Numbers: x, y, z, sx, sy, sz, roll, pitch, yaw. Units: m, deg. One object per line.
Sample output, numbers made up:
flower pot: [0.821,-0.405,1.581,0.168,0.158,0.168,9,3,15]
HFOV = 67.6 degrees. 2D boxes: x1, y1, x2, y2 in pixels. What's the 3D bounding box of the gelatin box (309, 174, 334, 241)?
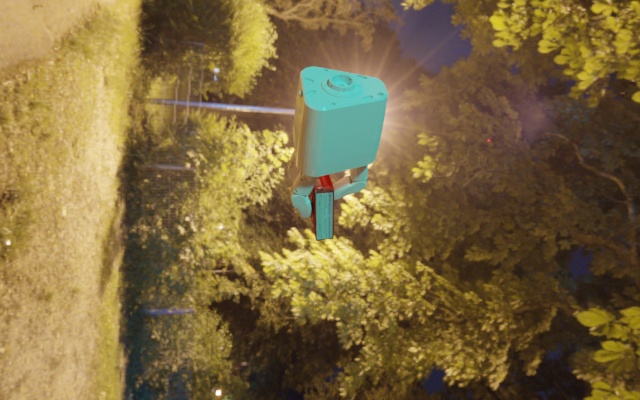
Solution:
gelatin box: [0.001,0.003,0.702,0.030,0.089,0.073,-6,35,-6]
